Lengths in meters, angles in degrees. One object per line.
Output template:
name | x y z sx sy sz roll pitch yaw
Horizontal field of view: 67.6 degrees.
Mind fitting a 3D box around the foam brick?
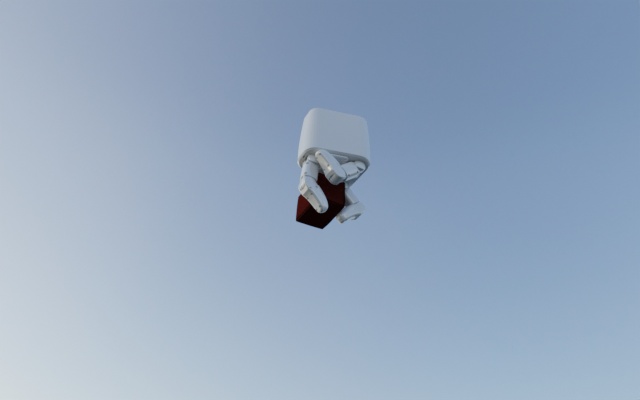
foam brick | 0.000 0.003 0.793 0.053 0.051 0.078 20 -42 -22
